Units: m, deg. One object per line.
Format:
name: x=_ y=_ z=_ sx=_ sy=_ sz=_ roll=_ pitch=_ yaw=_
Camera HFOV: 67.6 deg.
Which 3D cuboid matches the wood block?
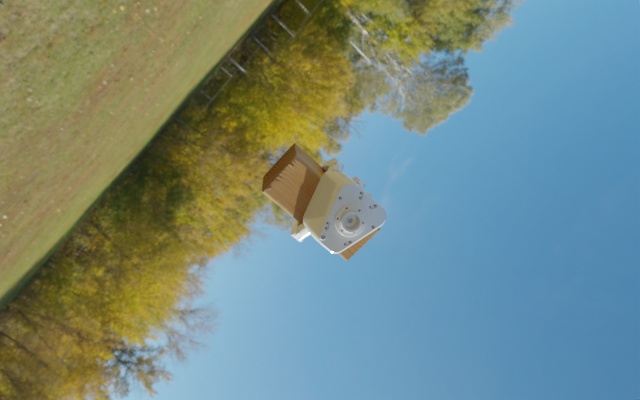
wood block: x=0.000 y=0.003 z=0.877 sx=0.206 sy=0.091 sz=0.090 roll=41 pitch=13 yaw=-18
